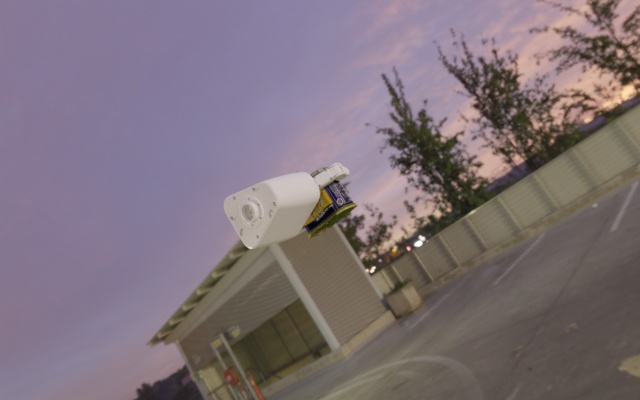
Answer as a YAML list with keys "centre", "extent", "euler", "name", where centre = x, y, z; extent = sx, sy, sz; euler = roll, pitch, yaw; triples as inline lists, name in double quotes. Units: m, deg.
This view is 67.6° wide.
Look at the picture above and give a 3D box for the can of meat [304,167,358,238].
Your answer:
- centre: [0.000, 0.002, 0.830]
  extent: [0.102, 0.084, 0.057]
  euler: [-41, -14, 35]
  name: "can of meat"
